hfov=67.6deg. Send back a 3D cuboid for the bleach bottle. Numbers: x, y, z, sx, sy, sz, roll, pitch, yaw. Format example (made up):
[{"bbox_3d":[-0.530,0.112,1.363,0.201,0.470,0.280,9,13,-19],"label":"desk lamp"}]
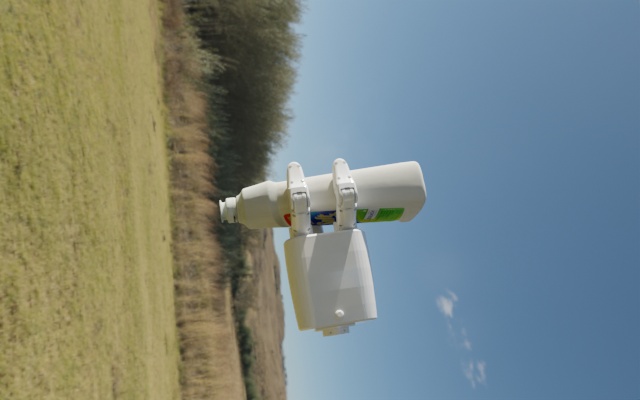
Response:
[{"bbox_3d":[0.000,0.002,0.613,0.251,0.068,0.103,-7,-17,-8],"label":"bleach bottle"}]
